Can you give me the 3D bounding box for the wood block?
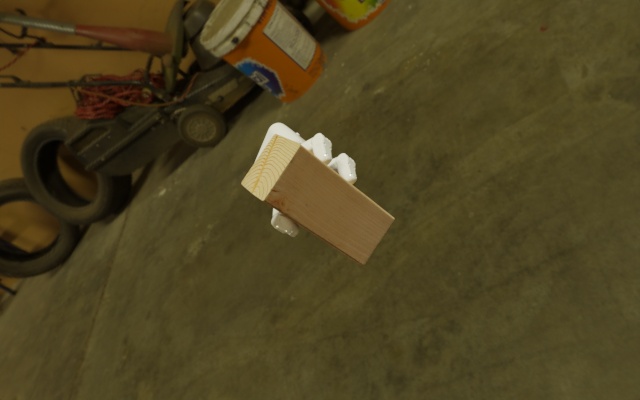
[{"bbox_3d":[0.000,0.002,0.705,0.206,0.091,0.090,35,-2,-33],"label":"wood block"}]
